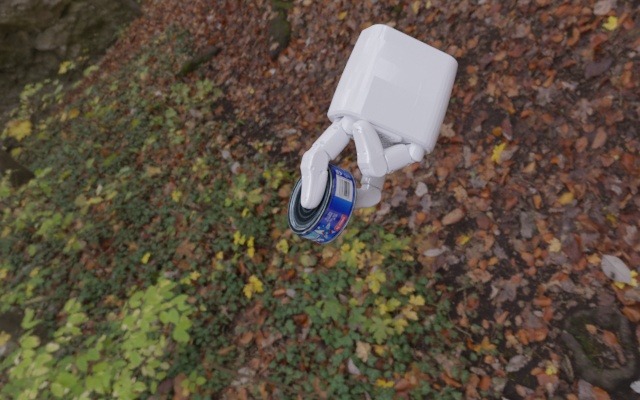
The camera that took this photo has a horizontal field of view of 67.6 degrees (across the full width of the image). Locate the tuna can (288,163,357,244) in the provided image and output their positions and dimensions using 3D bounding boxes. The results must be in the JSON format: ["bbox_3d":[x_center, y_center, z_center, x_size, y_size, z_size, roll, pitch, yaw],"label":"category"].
[{"bbox_3d":[0.000,0.002,0.519,0.034,0.086,0.086,21,-11,-30],"label":"tuna can"}]
